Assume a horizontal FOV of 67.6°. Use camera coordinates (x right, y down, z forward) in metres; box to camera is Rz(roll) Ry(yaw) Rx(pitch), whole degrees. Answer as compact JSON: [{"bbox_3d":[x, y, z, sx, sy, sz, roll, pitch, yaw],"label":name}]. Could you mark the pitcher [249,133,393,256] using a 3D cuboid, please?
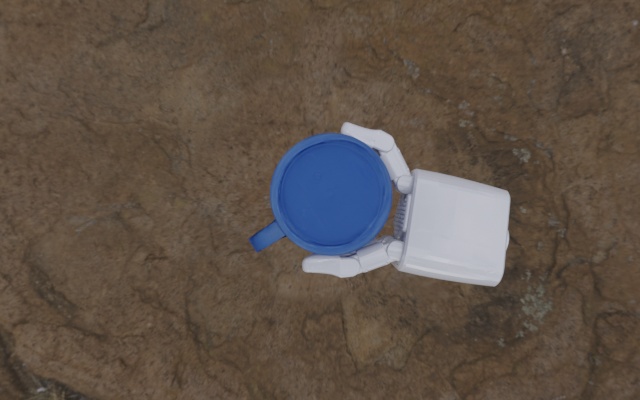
[{"bbox_3d":[0.000,0.002,0.527,0.145,0.149,0.243,13,0,0],"label":"pitcher"}]
